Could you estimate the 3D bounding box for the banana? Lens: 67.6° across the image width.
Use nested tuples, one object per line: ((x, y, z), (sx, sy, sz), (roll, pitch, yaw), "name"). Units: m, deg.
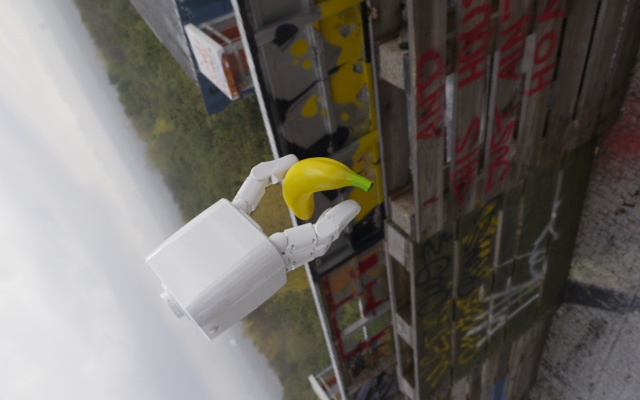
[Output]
((-0.012, -0.012, 0.547), (0.037, 0.069, 0.198), (-47, 8, -20), "banana")
